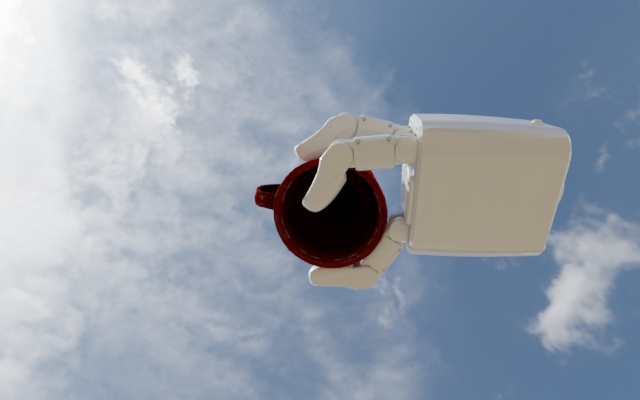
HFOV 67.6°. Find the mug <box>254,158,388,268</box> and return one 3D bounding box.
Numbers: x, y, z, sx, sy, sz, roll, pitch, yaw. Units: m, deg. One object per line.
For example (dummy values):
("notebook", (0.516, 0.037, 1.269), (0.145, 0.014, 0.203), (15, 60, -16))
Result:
("mug", (-0.001, 0.001, 0.425), (0.117, 0.093, 0.081), (5, 13, 6))
